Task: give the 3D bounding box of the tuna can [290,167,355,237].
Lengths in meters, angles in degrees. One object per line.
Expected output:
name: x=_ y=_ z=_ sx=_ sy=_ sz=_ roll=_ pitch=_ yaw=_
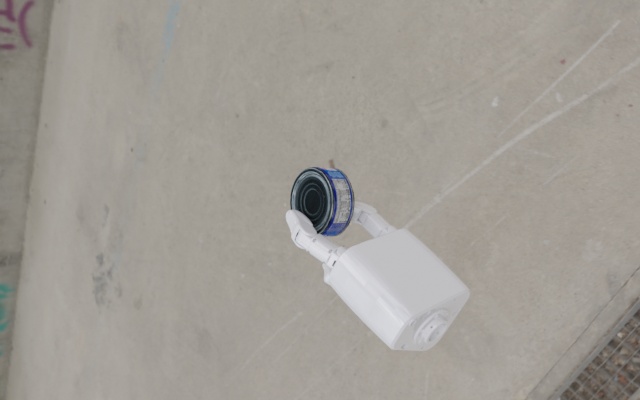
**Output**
tuna can: x=0.000 y=0.002 z=0.580 sx=0.034 sy=0.086 sz=0.086 roll=0 pitch=0 yaw=-40
